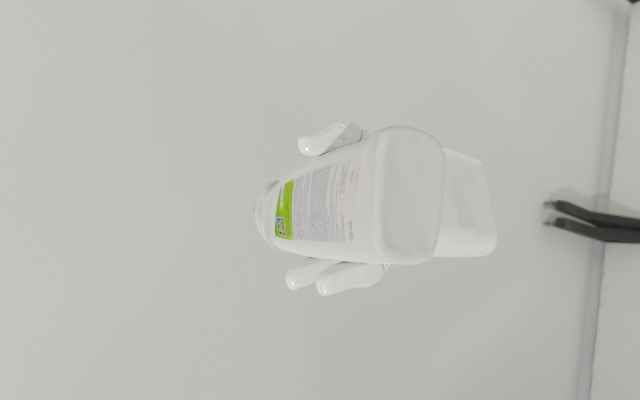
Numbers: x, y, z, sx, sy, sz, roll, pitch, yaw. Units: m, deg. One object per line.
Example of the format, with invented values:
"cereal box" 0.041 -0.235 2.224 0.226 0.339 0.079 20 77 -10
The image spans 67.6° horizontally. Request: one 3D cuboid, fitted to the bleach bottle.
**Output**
"bleach bottle" 0.000 0.002 0.442 0.068 0.102 0.251 8 -5 -30
